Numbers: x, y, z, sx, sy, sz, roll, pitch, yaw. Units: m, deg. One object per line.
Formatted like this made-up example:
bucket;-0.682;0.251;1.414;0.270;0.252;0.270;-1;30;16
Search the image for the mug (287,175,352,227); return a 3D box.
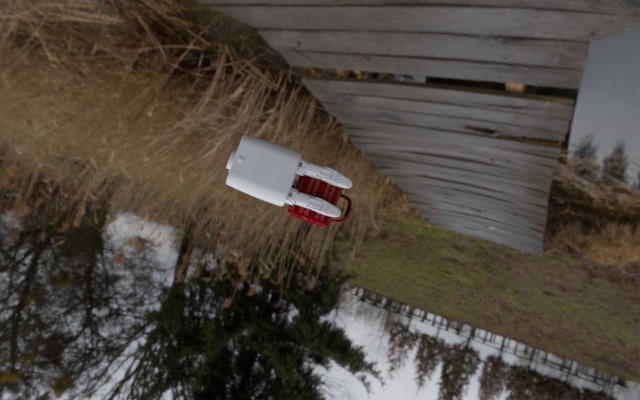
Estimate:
mug;0.001;0.004;0.881;0.117;0.081;0.093;21;-6;-7
